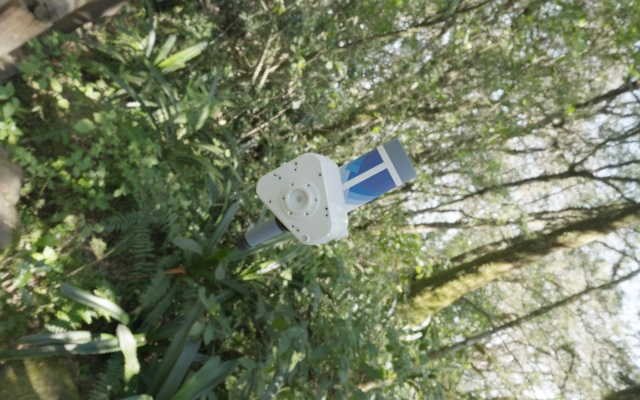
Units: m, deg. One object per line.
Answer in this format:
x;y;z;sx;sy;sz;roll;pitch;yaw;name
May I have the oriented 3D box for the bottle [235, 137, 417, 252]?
0.000;0.002;0.734;0.296;0.069;0.069;-28;-5;9;bottle
